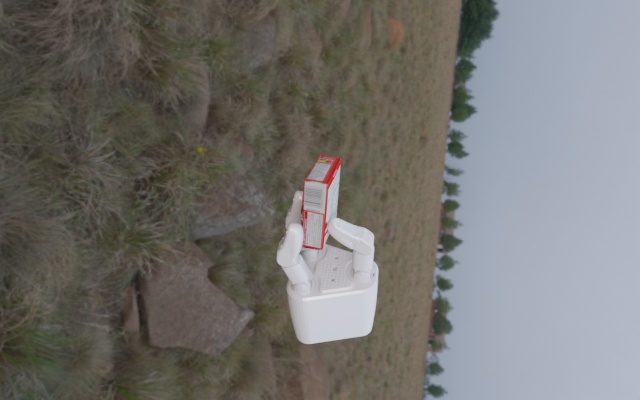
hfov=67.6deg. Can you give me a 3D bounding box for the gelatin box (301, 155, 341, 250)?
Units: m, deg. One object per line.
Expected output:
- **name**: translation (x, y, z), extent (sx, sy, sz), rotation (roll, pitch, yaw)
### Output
- **gelatin box**: translation (0.001, 0.002, 0.557), extent (0.030, 0.089, 0.073), rotation (10, 30, 10)
